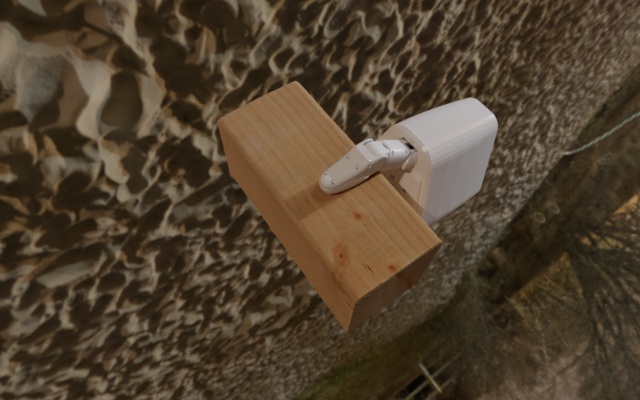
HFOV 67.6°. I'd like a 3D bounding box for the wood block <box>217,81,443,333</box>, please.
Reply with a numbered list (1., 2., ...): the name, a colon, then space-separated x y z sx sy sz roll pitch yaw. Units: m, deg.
1. wood block: 0.000 0.001 0.438 0.090 0.206 0.091 -31 -24 -19
